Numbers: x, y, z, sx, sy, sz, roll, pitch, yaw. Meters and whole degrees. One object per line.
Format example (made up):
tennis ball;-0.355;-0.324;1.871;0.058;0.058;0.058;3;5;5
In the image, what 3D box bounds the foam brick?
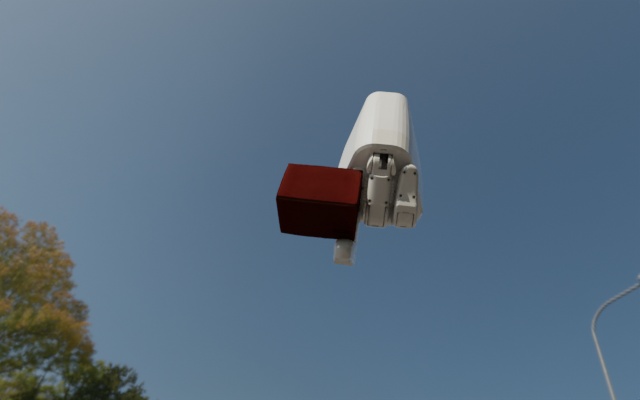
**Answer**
foam brick;0.000;0.002;0.476;0.078;0.051;0.053;6;-44;6
